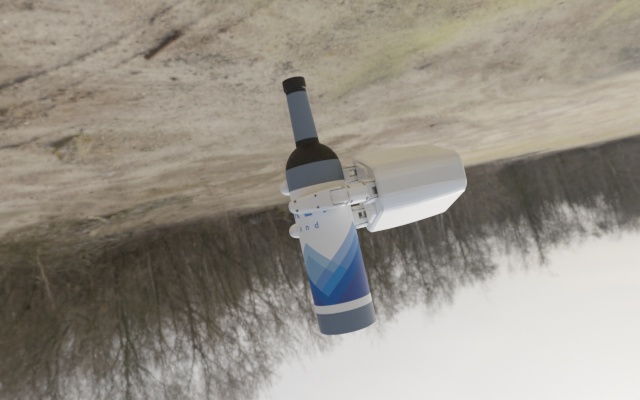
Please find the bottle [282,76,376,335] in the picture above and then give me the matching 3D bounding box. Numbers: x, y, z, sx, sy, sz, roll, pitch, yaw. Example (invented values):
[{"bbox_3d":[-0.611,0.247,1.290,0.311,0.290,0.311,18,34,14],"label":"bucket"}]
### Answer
[{"bbox_3d":[0.000,0.002,0.557,0.069,0.295,0.069,-13,-2,0],"label":"bottle"}]
